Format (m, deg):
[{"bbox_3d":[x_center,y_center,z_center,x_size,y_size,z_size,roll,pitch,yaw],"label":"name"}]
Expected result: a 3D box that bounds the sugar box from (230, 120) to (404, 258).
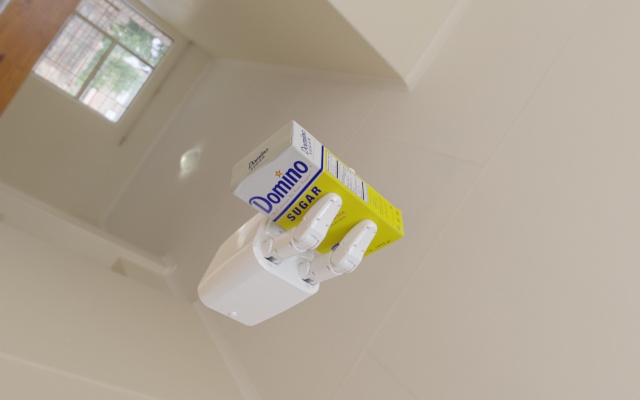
[{"bbox_3d":[0.000,0.002,0.510,0.093,0.048,0.176,-33,-51,30],"label":"sugar box"}]
